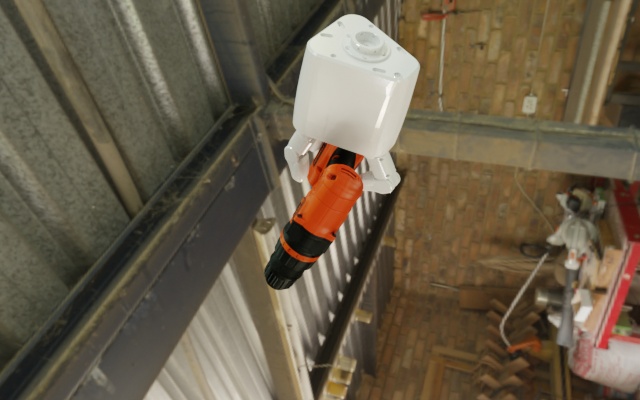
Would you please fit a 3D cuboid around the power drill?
[{"bbox_3d":[0.000,0.001,0.584,0.057,0.184,0.187,30,34,-9],"label":"power drill"}]
